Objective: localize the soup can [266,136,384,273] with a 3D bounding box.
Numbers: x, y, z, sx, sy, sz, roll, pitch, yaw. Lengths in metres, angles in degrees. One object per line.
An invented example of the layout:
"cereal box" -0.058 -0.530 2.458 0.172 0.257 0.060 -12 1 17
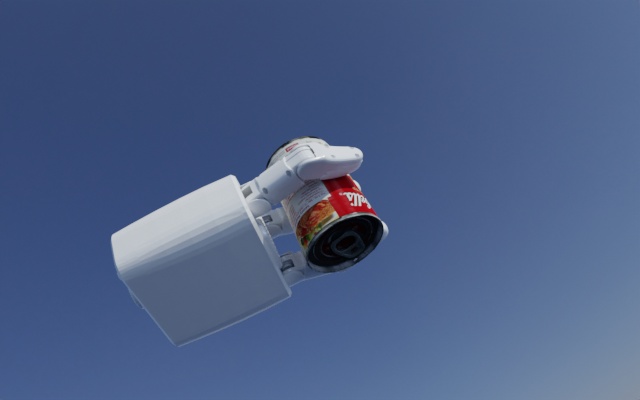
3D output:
"soup can" 0.000 0.001 0.408 0.068 0.068 0.102 0 43 -33
